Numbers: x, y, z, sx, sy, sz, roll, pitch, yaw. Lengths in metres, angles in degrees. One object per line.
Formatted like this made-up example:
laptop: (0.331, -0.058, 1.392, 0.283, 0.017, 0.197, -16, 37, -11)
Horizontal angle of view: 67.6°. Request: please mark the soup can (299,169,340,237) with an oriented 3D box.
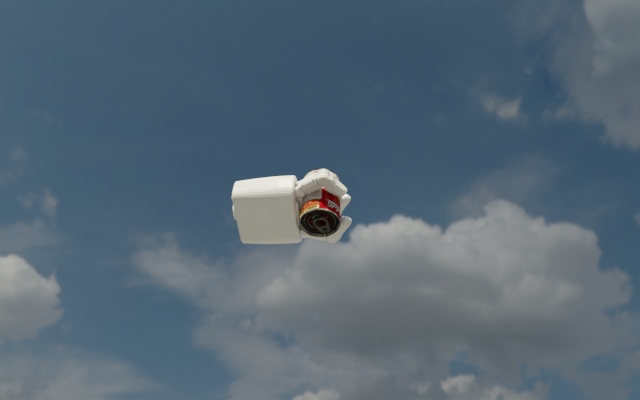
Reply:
soup can: (0.001, 0.002, 0.818, 0.068, 0.069, 0.102, 1, 45, 1)
